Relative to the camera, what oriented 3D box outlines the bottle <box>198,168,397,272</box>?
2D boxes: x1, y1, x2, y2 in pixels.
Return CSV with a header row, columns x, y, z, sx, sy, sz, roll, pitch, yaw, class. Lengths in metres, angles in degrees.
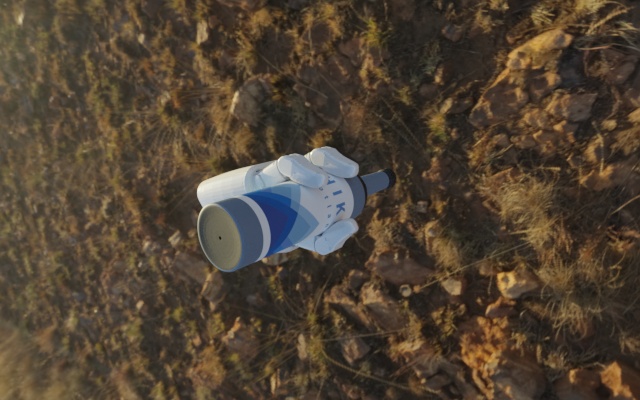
x,y,z,sx,sy,sz,roll,pitch,yaw,class
0.000,0.002,0.549,0.069,0.069,0.295,0,13,41,bottle
